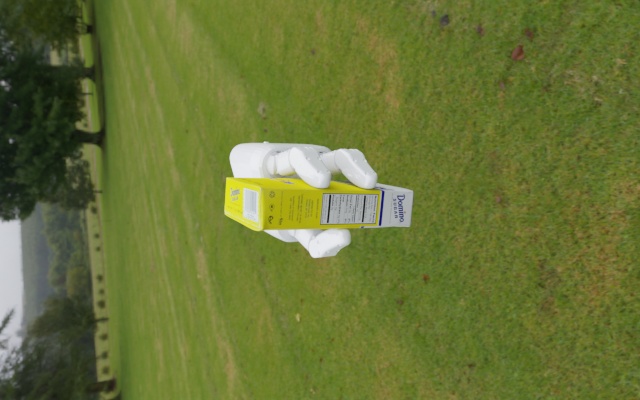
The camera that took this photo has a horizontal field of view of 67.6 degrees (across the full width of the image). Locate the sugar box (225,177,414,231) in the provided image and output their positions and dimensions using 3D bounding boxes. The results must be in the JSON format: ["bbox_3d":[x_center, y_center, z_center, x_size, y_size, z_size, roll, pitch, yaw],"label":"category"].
[{"bbox_3d":[0.000,0.001,0.497,0.176,0.048,0.093,-3,10,-31],"label":"sugar box"}]
